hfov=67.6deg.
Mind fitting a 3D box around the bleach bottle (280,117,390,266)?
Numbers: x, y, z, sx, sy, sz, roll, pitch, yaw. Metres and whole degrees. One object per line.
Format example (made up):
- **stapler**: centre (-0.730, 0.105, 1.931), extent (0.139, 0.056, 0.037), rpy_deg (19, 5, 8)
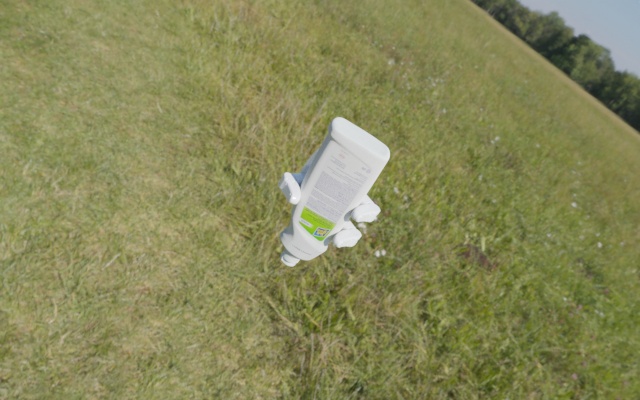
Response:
- **bleach bottle**: centre (0.000, 0.002, 0.742), extent (0.102, 0.251, 0.068), rpy_deg (32, 27, -4)
